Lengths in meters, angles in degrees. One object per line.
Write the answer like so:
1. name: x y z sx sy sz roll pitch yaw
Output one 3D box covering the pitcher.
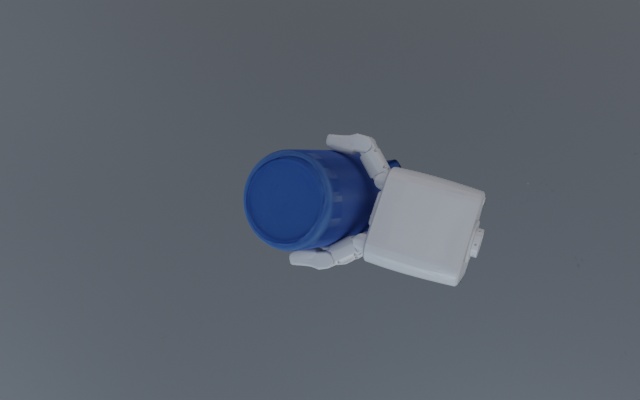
1. pitcher: 0.000 0.002 0.608 0.145 0.149 0.243 17 8 22
